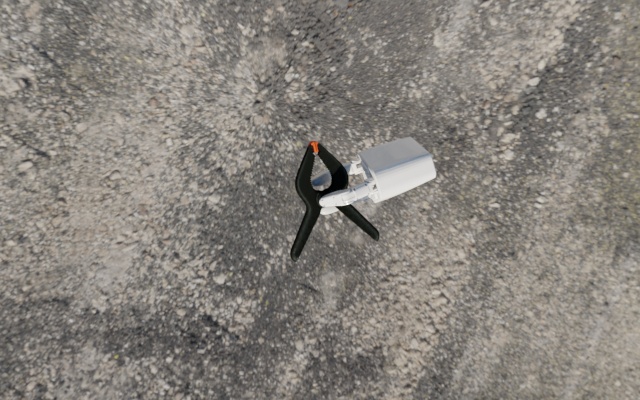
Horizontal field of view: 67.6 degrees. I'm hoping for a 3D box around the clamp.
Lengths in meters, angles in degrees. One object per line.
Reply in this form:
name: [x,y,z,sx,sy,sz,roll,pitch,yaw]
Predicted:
clamp: [0.000,0.002,0.837,0.164,0.210,0.036,-20,13,-6]
